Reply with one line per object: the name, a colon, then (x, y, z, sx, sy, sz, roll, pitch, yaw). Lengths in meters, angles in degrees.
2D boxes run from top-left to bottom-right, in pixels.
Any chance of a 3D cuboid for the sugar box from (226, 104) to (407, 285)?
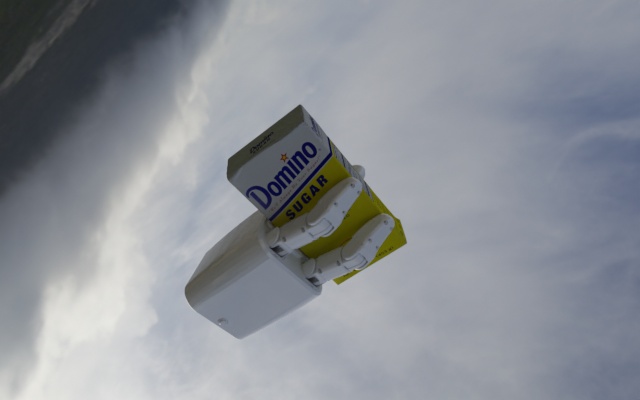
sugar box: (0.000, 0.002, 0.473, 0.093, 0.176, 0.048, -35, 32, 16)
